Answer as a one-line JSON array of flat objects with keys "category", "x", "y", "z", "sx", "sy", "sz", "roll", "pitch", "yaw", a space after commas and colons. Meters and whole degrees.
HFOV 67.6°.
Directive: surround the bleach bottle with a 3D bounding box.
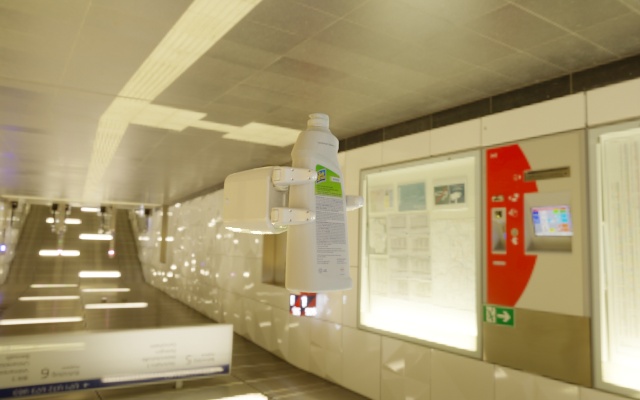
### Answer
[{"category": "bleach bottle", "x": 0.000, "y": 0.002, "z": 0.689, "sx": 0.068, "sy": 0.251, "sz": 0.102, "roll": -3, "pitch": -7, "yaw": 41}]
